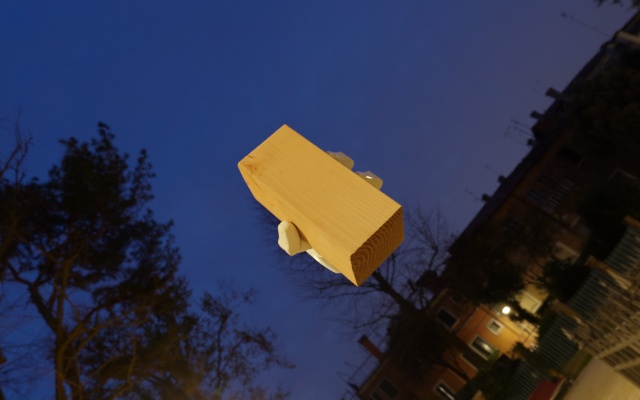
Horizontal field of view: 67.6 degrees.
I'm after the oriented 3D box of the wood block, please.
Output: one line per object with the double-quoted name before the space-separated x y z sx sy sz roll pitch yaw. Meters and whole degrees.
"wood block" 0.000 0.002 0.622 0.206 0.091 0.090 37 -19 29
